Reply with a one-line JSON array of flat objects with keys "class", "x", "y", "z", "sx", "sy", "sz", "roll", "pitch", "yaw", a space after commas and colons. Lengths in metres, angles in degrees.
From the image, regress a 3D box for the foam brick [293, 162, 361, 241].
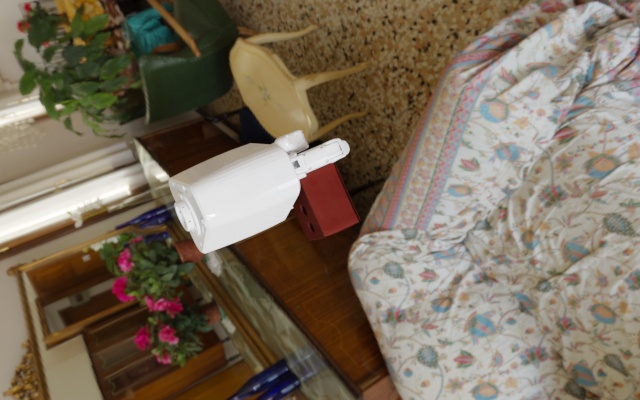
[{"class": "foam brick", "x": 0.000, "y": 0.002, "z": 0.558, "sx": 0.051, "sy": 0.078, "sz": 0.053, "roll": -26, "pitch": 3, "yaw": -26}]
